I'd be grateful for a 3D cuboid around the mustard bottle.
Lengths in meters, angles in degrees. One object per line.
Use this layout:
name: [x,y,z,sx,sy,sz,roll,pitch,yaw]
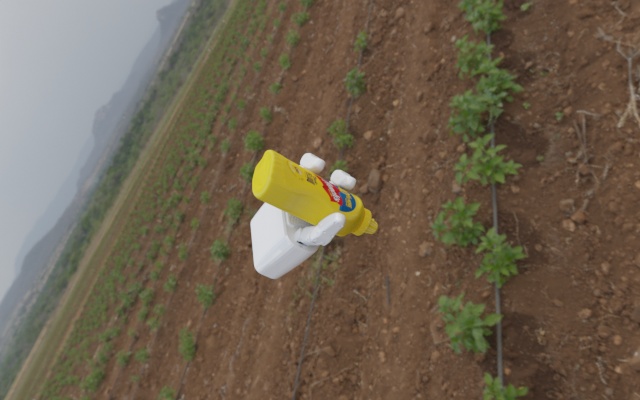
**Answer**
mustard bottle: [0.000,0.002,0.669,0.192,0.058,0.096,27,21,-22]
